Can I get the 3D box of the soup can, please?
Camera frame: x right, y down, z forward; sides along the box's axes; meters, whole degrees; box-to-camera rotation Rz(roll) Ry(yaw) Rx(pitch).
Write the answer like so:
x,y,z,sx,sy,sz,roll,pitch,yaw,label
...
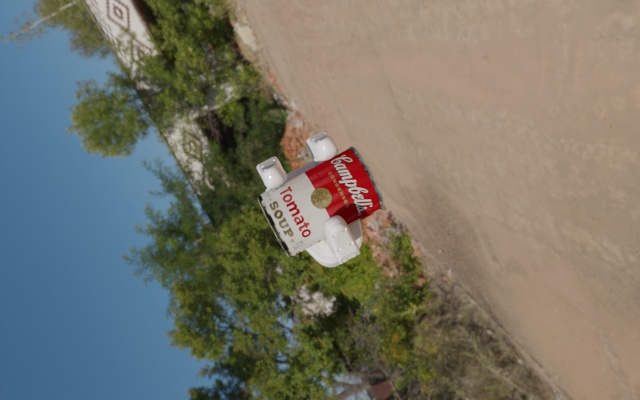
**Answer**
x,y,z,sx,sy,sz,roll,pitch,yaw,label
0.000,0.002,0.455,0.102,0.068,0.068,-28,2,-4,soup can
